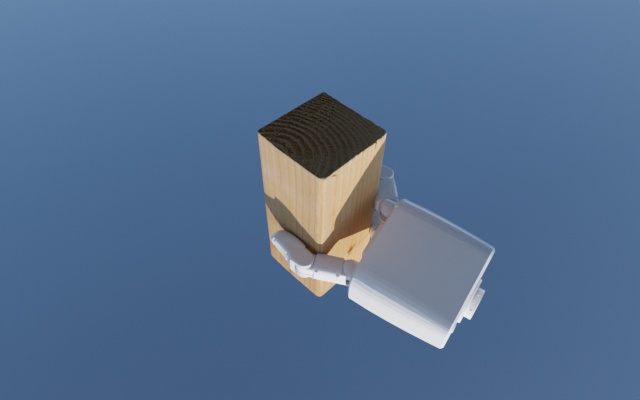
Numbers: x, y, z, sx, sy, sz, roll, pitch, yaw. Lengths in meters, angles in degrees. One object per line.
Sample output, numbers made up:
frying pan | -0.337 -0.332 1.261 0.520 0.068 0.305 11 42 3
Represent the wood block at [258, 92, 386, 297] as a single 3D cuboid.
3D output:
wood block | 0.000 0.002 0.523 0.090 0.206 0.090 -37 59 -28
